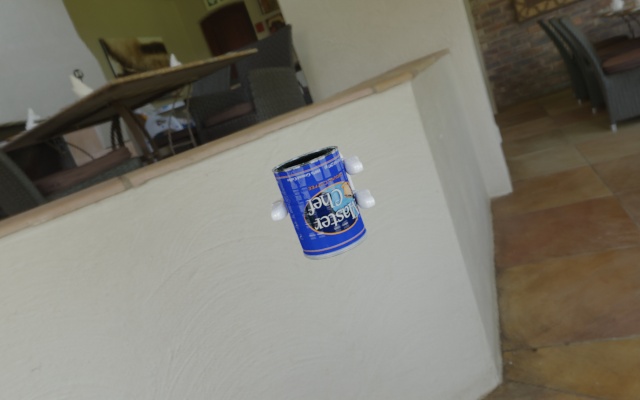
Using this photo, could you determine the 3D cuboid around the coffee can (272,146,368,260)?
[{"bbox_3d":[0.000,0.003,0.709,0.103,0.140,0.102,-19,13,4],"label":"coffee can"}]
